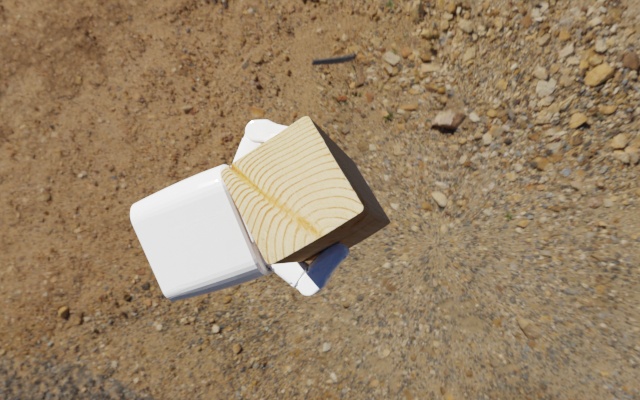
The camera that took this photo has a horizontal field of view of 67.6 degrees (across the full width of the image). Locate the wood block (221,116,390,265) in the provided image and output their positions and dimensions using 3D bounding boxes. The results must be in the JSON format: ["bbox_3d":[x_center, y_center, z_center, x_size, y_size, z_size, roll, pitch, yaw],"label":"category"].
[{"bbox_3d":[0.000,0.002,0.472,0.090,0.091,0.206,-31,-11,9],"label":"wood block"}]
